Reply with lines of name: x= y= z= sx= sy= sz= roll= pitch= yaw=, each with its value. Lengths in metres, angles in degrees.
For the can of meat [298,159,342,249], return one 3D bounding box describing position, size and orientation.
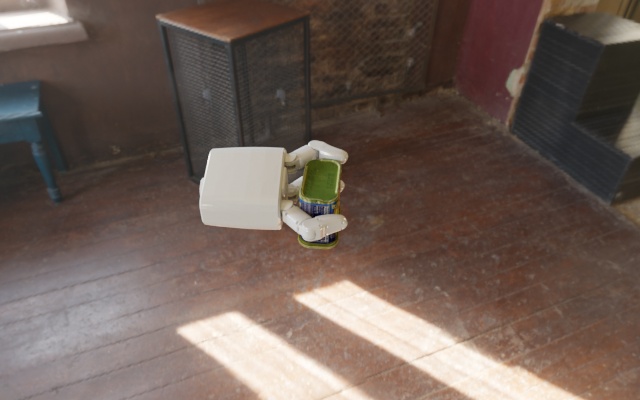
can of meat: x=0.000 y=0.002 z=0.667 sx=0.057 sy=0.084 sz=0.102 roll=4 pitch=39 yaw=3
